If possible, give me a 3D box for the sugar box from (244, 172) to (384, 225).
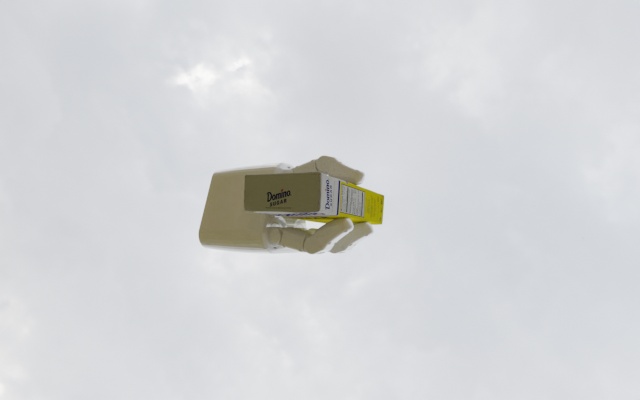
[{"bbox_3d":[0.000,0.002,0.551,0.093,0.048,0.176,0,-4,29],"label":"sugar box"}]
